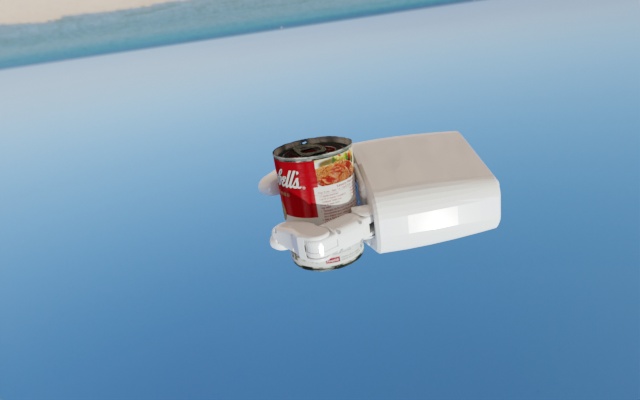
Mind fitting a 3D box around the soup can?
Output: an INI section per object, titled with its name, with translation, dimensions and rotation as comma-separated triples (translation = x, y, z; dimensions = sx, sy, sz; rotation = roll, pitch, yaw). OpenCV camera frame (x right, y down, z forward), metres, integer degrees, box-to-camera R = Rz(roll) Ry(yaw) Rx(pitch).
[soup can]
translation = 0.000, 0.002, 0.417
dimensions = 0.068, 0.102, 0.068
rotation = -8, 20, 3
